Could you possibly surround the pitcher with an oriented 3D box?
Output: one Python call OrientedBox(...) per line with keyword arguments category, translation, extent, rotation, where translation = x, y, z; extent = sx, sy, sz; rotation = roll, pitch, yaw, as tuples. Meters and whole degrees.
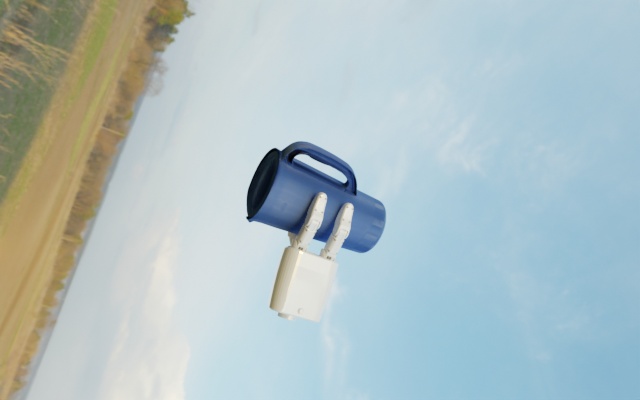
OrientedBox(category="pitcher", translation=(0.000, 0.003, 0.855), extent=(0.243, 0.145, 0.149), rotation=(22, -14, -23))
